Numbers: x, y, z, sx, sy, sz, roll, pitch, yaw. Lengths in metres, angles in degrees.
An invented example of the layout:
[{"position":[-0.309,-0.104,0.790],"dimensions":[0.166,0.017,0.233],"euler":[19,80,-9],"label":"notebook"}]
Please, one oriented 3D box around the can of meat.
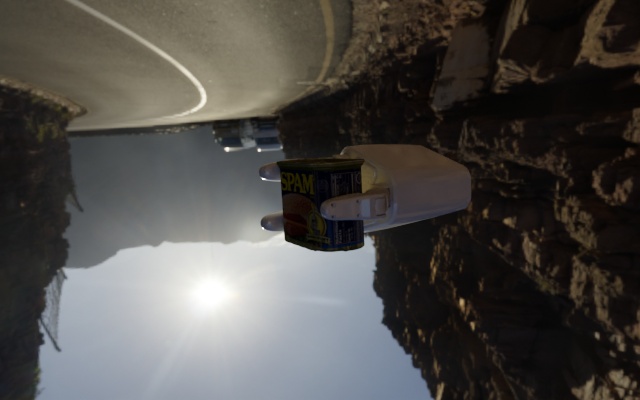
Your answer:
[{"position":[0.000,0.002,0.475],"dimensions":[0.057,0.084,0.102],"euler":[-8,9,-30],"label":"can of meat"}]
